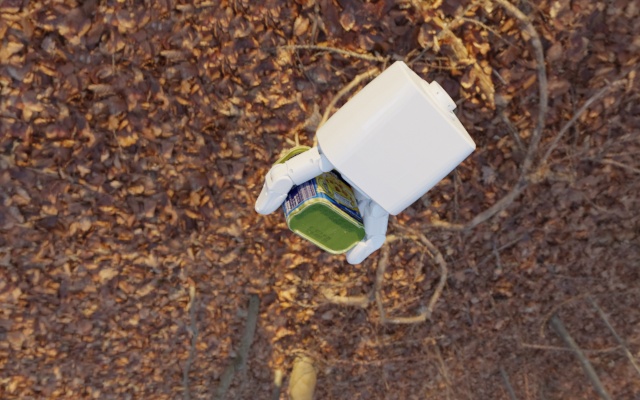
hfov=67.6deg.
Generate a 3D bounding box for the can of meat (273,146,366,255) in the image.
[{"bbox_3d":[0.000,0.002,0.526,0.057,0.084,0.102,-38,-46,21],"label":"can of meat"}]
